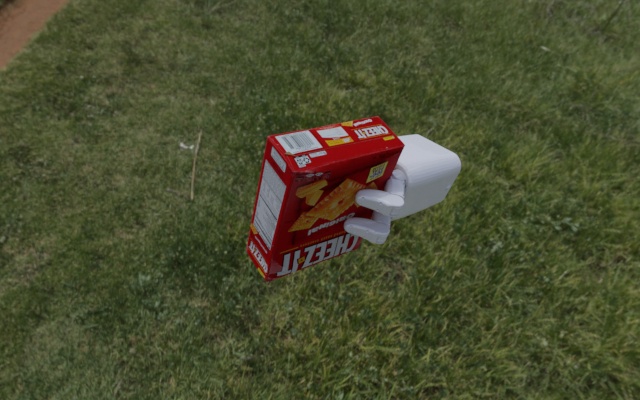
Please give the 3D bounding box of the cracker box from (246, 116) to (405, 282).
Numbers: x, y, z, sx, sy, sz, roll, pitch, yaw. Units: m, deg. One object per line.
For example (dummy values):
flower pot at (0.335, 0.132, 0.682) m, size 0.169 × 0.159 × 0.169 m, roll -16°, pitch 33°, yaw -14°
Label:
cracker box at (0.000, 0.002, 0.635) m, size 0.164 × 0.214 × 0.072 m, roll -15°, pitch 53°, yaw -30°
